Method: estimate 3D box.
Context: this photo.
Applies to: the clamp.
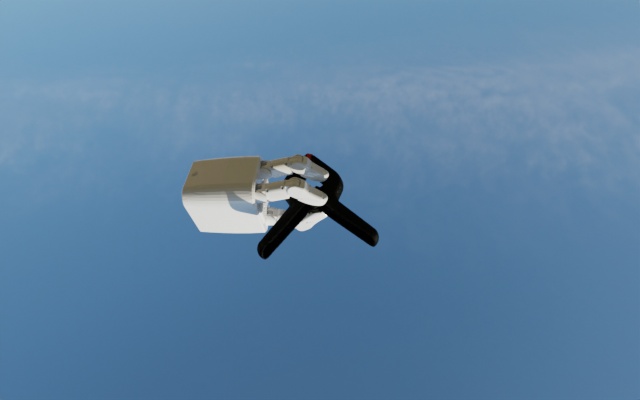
[{"bbox_3d":[0.000,0.003,0.708,0.164,0.036,0.209,-1,42,4],"label":"clamp"}]
